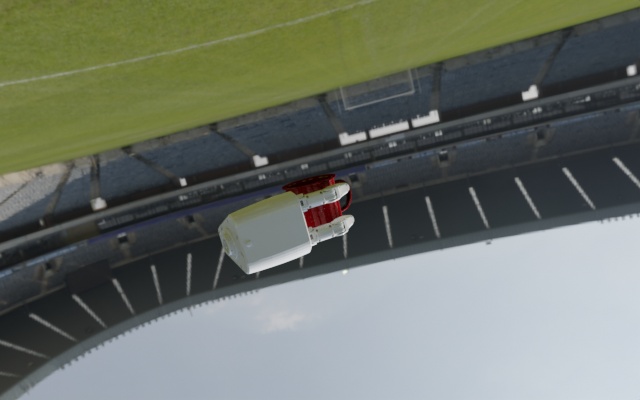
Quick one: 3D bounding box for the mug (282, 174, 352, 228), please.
[{"bbox_3d":[0.001,0.002,0.804,0.117,0.081,0.093,-18,11,-25],"label":"mug"}]
